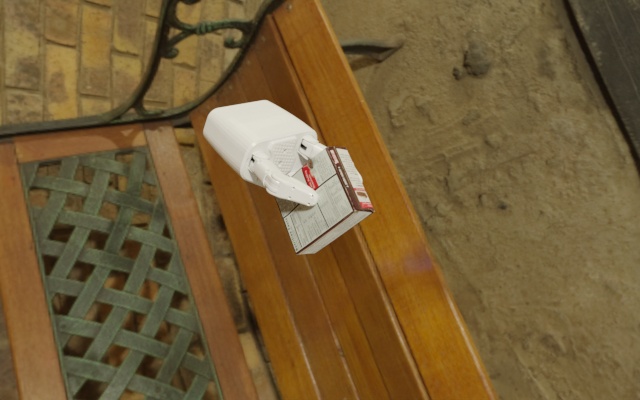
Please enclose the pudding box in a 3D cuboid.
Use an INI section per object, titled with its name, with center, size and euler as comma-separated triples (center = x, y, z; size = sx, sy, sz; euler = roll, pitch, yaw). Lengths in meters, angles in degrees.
[pudding box]
center = 0.000, 0.002, 0.572
size = 0.039, 0.090, 0.113
euler = -2, -28, -45
